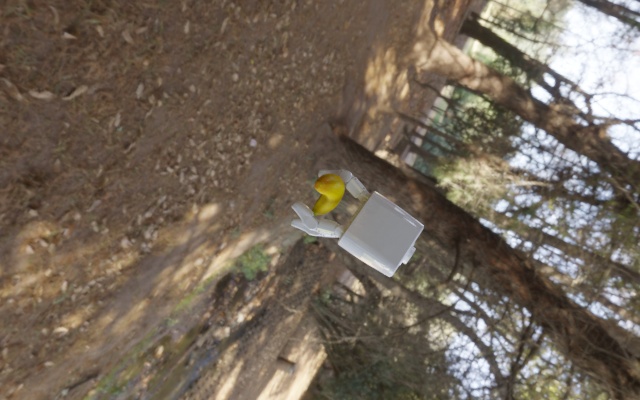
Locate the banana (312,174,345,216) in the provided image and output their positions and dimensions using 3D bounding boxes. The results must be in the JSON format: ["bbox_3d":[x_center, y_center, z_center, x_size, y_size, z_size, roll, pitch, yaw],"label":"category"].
[{"bbox_3d":[0.012,-0.009,0.813,0.037,0.069,0.198,42,-18,9],"label":"banana"}]
